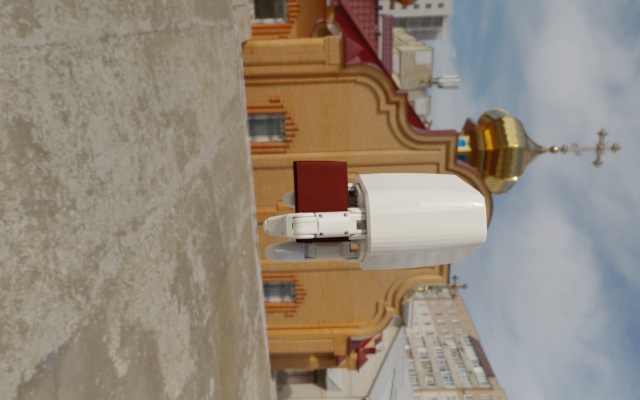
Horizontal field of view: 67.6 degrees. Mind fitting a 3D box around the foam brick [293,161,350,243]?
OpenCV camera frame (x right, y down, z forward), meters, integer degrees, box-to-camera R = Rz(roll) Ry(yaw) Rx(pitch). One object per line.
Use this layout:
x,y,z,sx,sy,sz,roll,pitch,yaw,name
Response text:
0.000,0.001,0.470,0.051,0.078,0.053,-2,-1,-2,foam brick
